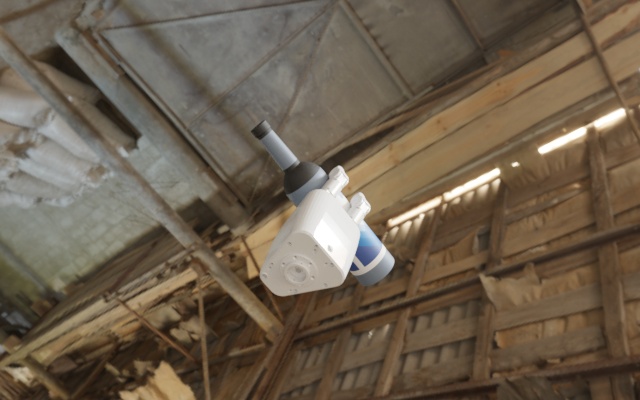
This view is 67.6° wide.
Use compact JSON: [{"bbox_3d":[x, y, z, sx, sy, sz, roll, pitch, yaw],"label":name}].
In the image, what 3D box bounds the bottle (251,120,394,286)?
[{"bbox_3d":[0.000,0.003,0.723,0.069,0.296,0.069,-36,15,11],"label":"bottle"}]
